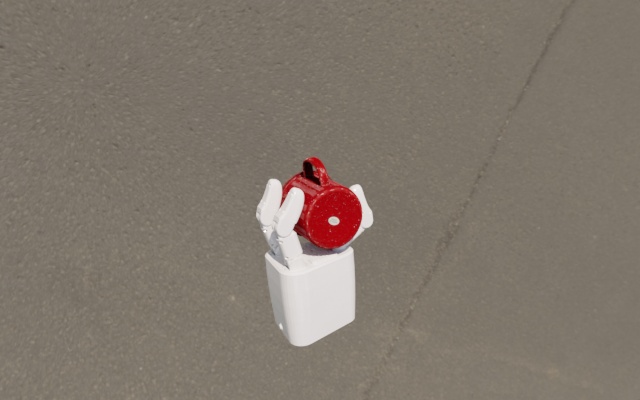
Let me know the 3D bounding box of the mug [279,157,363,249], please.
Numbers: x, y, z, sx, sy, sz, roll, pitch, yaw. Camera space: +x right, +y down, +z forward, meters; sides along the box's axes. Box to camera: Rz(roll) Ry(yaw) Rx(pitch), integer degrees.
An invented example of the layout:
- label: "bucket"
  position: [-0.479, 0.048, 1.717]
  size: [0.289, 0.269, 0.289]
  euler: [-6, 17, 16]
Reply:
- label: "mug"
  position: [0.000, 0.001, 0.612]
  size: [0.093, 0.117, 0.081]
  euler: [-14, 19, -23]
